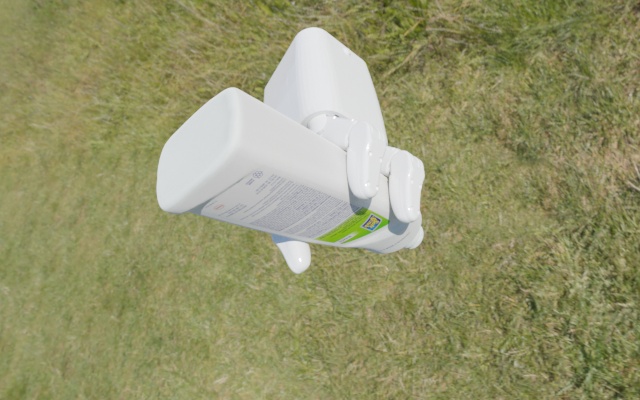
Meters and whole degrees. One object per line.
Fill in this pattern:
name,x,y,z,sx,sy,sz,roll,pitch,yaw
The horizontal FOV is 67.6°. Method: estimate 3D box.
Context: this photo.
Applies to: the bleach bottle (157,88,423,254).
bleach bottle,0.000,0.001,0.406,0.102,0.068,0.251,-31,-38,33
